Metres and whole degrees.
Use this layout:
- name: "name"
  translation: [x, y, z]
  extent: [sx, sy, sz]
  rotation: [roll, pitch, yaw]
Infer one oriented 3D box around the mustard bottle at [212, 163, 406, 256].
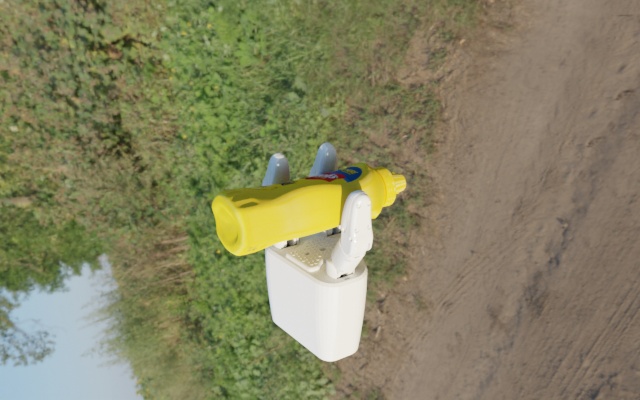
- name: "mustard bottle"
  translation: [0.000, 0.001, 0.459]
  extent: [0.191, 0.058, 0.096]
  rotation: [-13, 7, -24]
